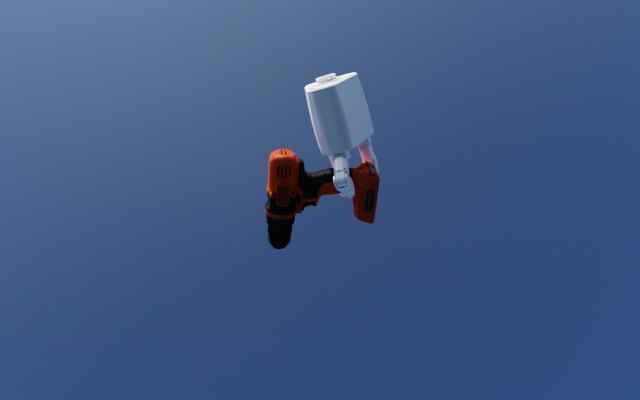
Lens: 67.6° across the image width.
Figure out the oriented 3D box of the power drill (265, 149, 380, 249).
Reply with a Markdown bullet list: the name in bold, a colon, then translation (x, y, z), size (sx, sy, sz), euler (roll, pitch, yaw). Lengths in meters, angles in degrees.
- **power drill**: translation (0.001, 0.002, 0.813), size (0.187, 0.184, 0.057), euler (-1, 32, -11)
